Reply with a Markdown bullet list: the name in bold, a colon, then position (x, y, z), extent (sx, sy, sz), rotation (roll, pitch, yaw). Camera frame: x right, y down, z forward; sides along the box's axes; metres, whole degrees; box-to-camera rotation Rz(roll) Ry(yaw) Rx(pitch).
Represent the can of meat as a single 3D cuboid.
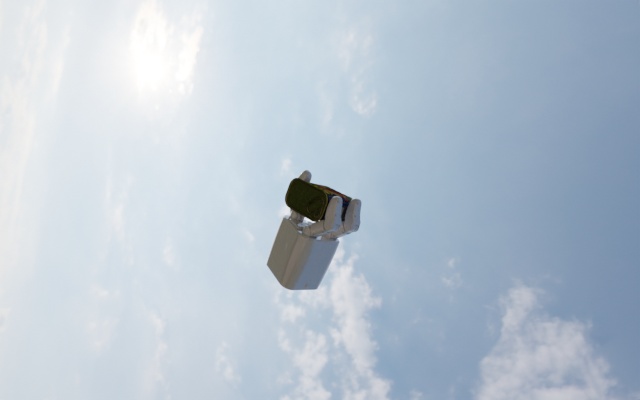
- **can of meat**: position (0.000, 0.003, 0.873), extent (0.084, 0.057, 0.102), rotation (10, 13, -47)
